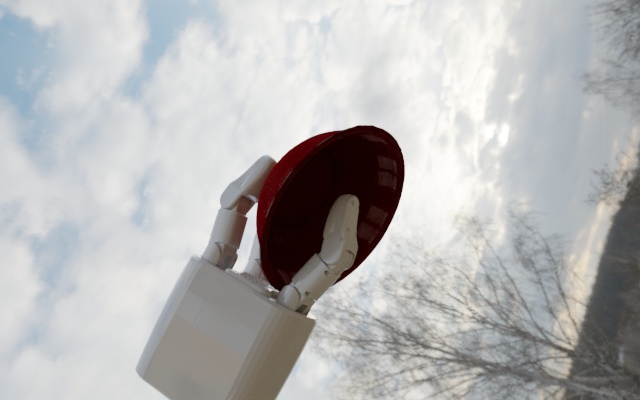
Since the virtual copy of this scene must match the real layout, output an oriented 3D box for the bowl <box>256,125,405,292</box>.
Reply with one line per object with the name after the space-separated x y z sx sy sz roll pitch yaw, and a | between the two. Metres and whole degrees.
0.001 0.000 0.418 0.162 0.162 0.055 0 28 -46 | bowl
